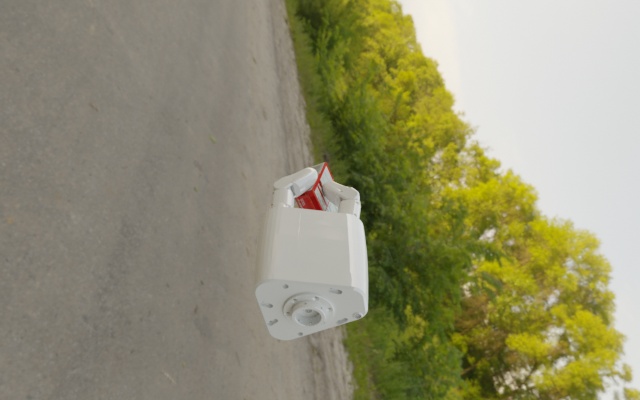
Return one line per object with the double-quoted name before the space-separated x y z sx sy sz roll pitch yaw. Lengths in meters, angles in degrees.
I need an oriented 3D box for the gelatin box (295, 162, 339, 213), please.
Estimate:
"gelatin box" 0.001 0.002 0.625 0.030 0.073 0.089 -15 24 20
